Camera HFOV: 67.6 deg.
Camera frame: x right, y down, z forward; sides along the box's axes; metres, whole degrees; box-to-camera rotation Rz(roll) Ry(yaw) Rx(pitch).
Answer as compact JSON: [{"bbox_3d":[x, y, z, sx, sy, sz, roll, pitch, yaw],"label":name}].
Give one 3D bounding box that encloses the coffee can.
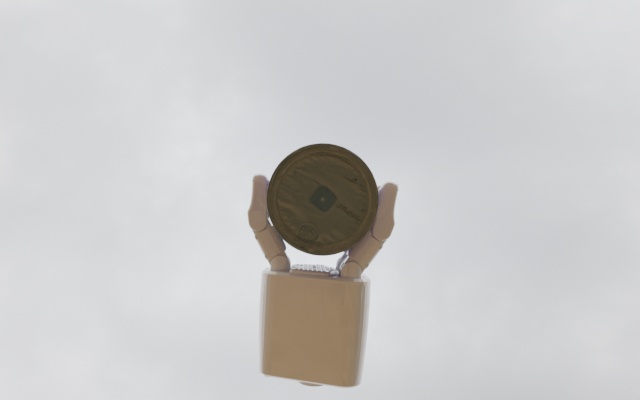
[{"bbox_3d":[0.000,0.001,0.502,0.103,0.103,0.140,0,-2,-2],"label":"coffee can"}]
